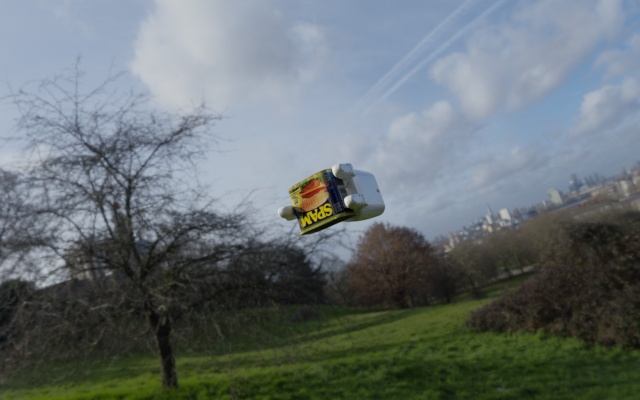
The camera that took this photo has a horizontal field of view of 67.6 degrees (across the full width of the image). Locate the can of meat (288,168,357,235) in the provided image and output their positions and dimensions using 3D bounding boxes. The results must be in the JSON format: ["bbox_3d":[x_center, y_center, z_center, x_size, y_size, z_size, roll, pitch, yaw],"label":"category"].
[{"bbox_3d":[0.000,0.002,0.806,0.102,0.084,0.057,-26,-12,35],"label":"can of meat"}]
